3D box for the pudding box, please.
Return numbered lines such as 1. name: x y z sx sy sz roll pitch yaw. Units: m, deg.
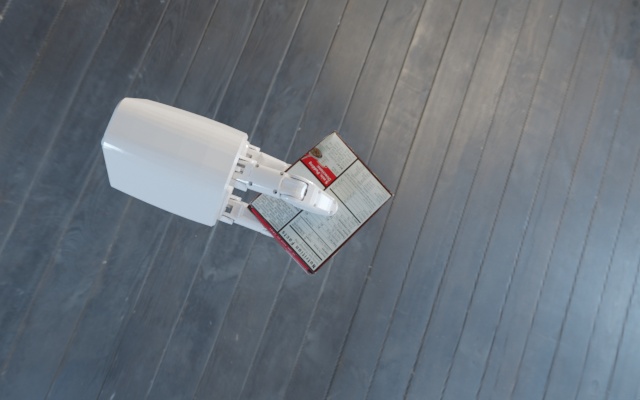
1. pudding box: 0.000 0.001 0.459 0.113 0.090 0.039 -42 3 -11
